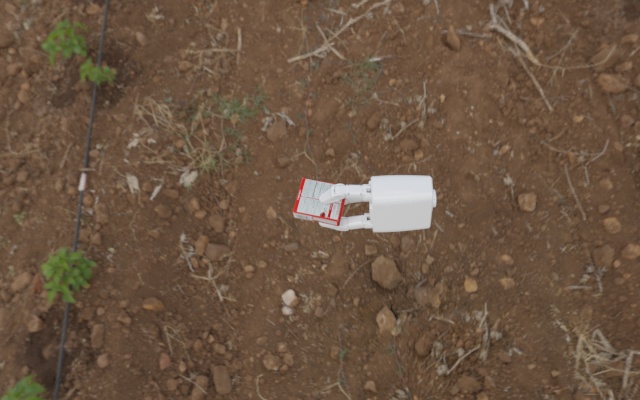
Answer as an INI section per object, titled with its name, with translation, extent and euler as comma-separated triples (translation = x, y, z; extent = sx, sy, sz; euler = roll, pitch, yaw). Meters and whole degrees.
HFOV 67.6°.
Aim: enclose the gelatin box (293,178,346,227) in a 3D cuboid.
[gelatin box]
translation = 0.000, 0.003, 0.887
extent = 0.089, 0.073, 0.030
euler = 11, -22, 8
